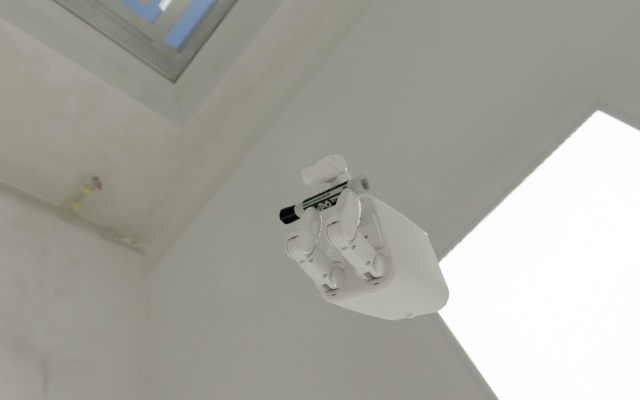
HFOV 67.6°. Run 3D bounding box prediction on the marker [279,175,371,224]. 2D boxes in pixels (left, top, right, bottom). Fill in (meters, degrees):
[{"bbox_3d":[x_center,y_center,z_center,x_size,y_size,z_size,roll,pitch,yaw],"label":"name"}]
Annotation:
[{"bbox_3d":[0.000,0.002,0.498,0.121,0.020,0.020,-23,-15,39],"label":"marker"}]
